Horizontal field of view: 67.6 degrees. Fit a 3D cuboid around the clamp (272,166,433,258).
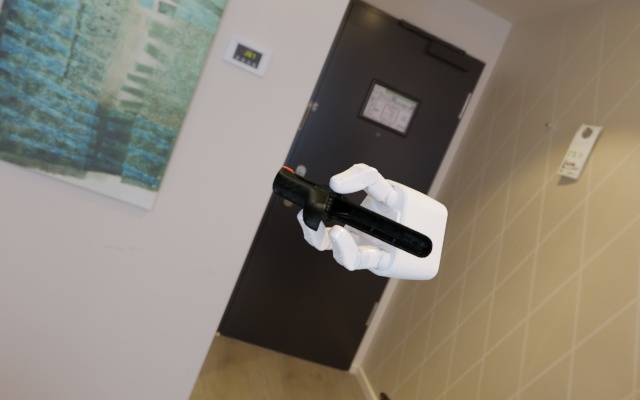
[{"bbox_3d":[0.000,0.001,0.520,0.164,0.036,0.210,17,9,-44],"label":"clamp"}]
